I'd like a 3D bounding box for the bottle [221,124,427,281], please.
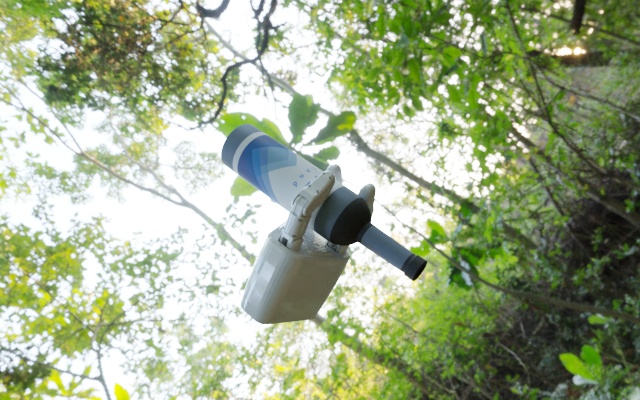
[{"bbox_3d":[0.000,0.002,0.586,0.295,0.069,0.069,35,16,25],"label":"bottle"}]
